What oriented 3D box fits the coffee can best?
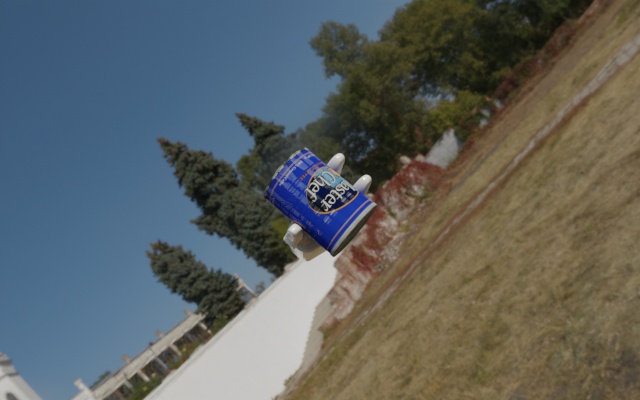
[{"bbox_3d":[0.000,0.002,0.728,0.140,0.103,0.103,40,9,10],"label":"coffee can"}]
